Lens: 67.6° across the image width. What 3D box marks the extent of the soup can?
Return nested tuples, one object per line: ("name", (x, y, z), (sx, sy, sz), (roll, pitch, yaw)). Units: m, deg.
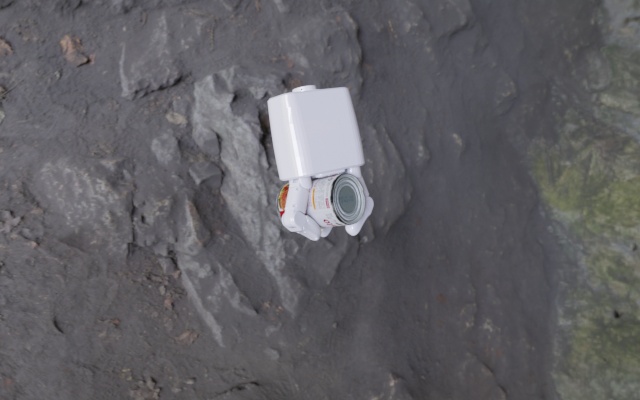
("soup can", (0.000, 0.003, 0.635), (0.102, 0.068, 0.068), (-7, -5, 42))
